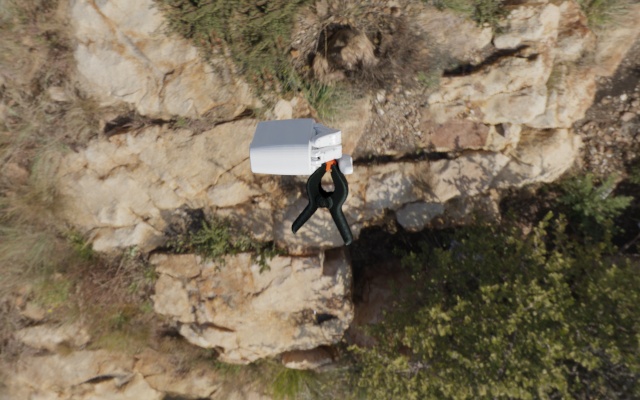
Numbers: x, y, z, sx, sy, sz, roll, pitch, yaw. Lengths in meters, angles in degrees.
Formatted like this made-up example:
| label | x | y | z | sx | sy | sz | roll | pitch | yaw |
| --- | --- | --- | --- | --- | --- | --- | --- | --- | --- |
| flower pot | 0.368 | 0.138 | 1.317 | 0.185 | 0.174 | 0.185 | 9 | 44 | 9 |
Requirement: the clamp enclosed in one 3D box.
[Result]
| label | x | y | z | sx | sy | sz | roll | pitch | yaw |
| --- | --- | --- | --- | --- | --- | --- | --- | --- | --- |
| clamp | 0.000 | 0.003 | 0.888 | 0.120 | 0.171 | 0.039 | 1 | 21 | 8 |
